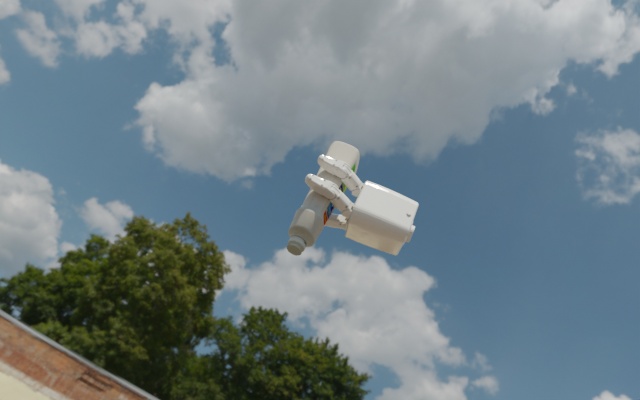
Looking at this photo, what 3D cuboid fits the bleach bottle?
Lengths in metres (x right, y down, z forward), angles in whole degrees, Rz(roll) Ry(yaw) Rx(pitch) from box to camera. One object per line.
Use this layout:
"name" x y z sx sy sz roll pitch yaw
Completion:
"bleach bottle" 0.000 0.003 0.888 0.068 0.250 0.103 22 -39 8
